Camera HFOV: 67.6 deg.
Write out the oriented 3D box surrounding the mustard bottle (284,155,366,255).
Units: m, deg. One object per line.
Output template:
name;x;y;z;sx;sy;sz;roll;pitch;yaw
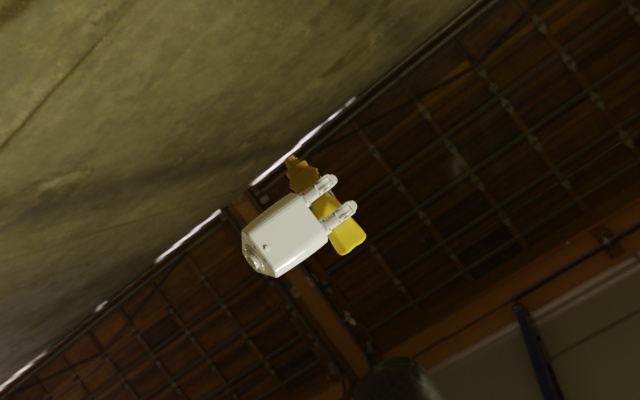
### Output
mustard bottle;0.001;0.003;0.827;0.058;0.191;0.096;-37;-2;0
